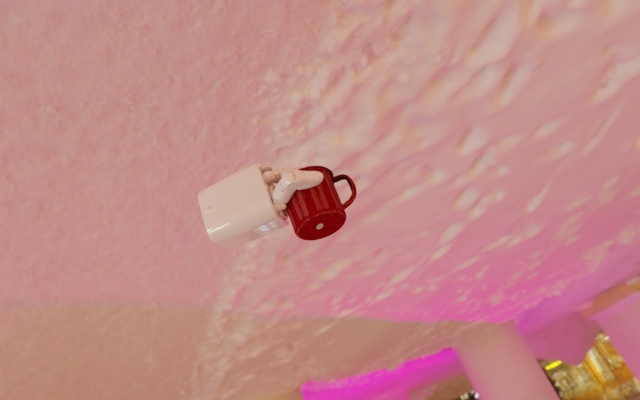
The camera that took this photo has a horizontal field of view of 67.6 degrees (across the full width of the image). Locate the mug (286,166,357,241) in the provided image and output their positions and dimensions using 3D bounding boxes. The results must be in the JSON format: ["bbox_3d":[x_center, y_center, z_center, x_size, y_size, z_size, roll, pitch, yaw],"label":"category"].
[{"bbox_3d":[0.002,0.002,0.723,0.117,0.081,0.093,-25,-31,4],"label":"mug"}]
